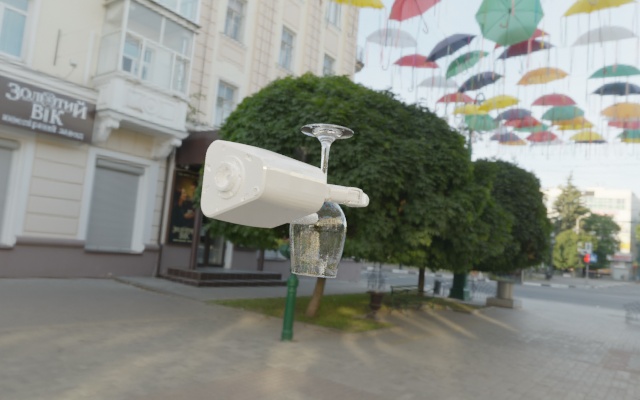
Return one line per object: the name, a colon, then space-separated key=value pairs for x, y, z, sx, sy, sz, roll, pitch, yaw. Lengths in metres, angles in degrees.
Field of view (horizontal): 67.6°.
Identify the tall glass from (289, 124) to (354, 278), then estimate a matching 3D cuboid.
tall glass: x=0.000 y=0.001 z=0.654 sx=0.079 sy=0.201 sz=0.079 roll=5 pitch=-5 yaw=0
